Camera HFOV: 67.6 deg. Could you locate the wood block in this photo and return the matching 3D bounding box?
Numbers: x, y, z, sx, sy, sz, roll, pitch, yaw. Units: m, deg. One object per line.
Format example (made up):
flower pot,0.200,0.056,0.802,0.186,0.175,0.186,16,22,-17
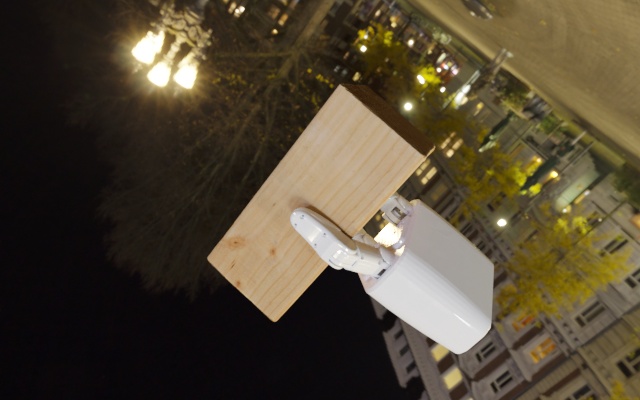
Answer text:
wood block,0.000,0.002,0.445,0.090,0.206,0.091,42,22,6
